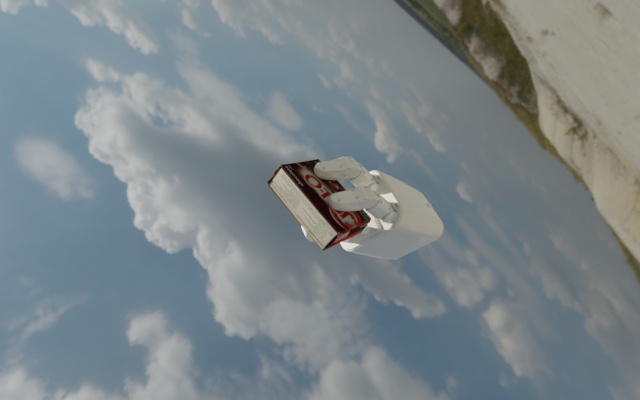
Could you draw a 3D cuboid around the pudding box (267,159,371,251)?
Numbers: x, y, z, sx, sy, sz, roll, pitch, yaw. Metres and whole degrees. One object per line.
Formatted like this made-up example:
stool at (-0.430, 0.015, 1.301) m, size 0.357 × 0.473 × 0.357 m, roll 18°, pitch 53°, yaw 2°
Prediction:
pudding box at (0.000, 0.002, 0.596) m, size 0.039 × 0.113 × 0.090 m, roll -50°, pitch -16°, yaw 26°
